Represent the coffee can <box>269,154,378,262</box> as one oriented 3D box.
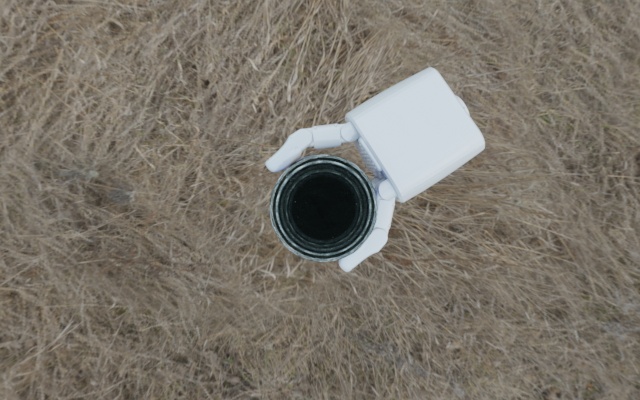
[{"bbox_3d":[0.000,0.002,0.517,0.103,0.103,0.140,0,5,-3],"label":"coffee can"}]
